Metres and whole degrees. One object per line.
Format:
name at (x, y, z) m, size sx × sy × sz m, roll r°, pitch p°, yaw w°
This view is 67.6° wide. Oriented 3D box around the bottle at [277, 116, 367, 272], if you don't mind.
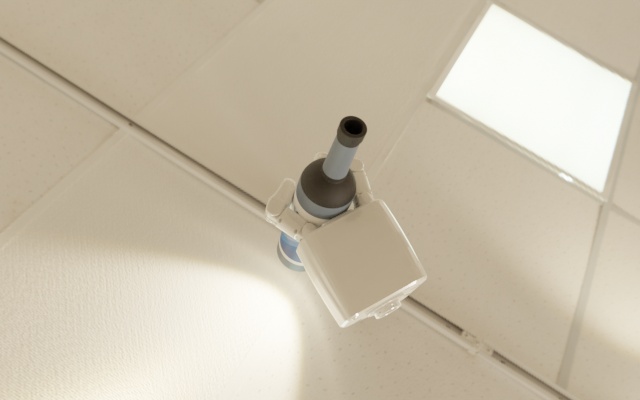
bottle at (0.000, 0.002, 0.577) m, size 0.069 × 0.069 × 0.296 m, roll 0°, pitch -29°, yaw -14°
